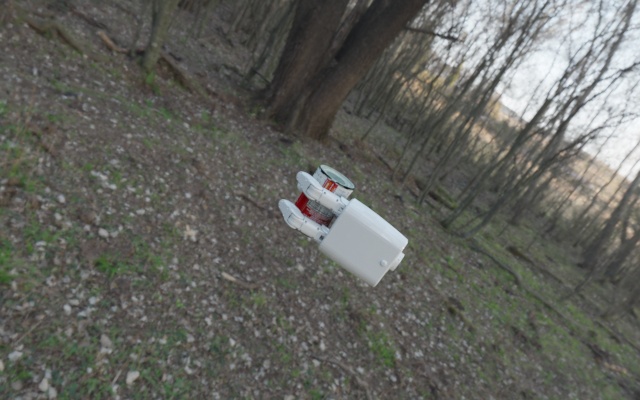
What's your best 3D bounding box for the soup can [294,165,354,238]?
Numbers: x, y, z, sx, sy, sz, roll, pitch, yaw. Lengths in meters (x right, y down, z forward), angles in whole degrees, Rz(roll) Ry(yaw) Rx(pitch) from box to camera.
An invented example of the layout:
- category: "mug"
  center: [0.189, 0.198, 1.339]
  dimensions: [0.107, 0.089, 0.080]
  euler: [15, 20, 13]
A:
- category: "soup can"
  center: [0.000, 0.002, 0.770]
  dimensions: [0.068, 0.102, 0.068]
  euler: [31, 16, -10]
